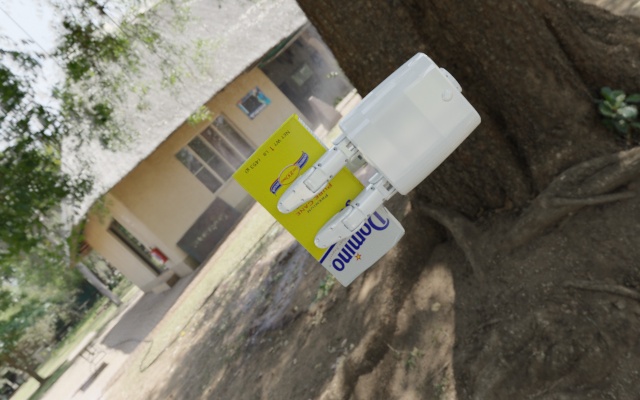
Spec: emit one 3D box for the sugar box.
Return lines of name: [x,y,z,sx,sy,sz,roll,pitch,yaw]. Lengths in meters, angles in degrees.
sugar box: [0.000,0.002,0.519,0.093,0.176,0.048,-43,10,10]
